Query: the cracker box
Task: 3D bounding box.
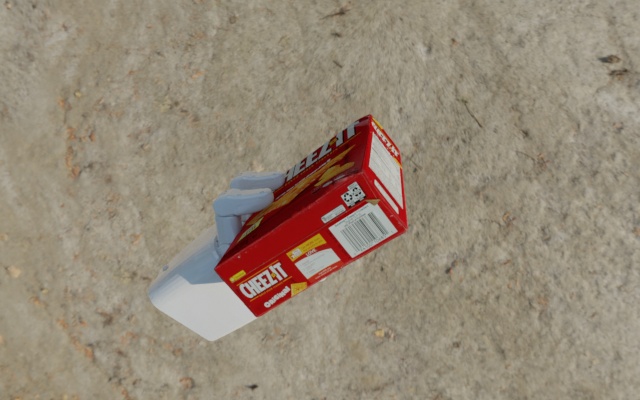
[{"bbox_3d":[0.000,0.002,0.493,0.164,0.072,0.213,-33,15,19],"label":"cracker box"}]
